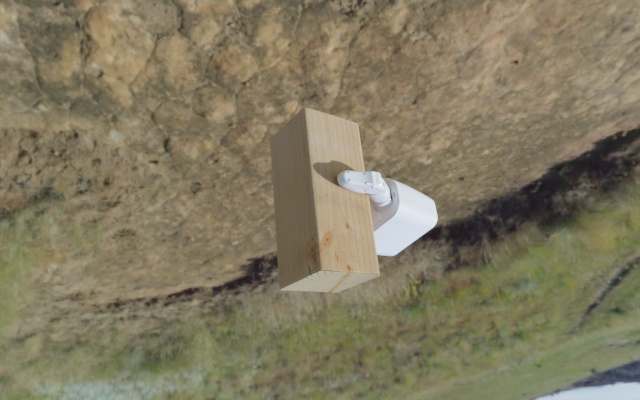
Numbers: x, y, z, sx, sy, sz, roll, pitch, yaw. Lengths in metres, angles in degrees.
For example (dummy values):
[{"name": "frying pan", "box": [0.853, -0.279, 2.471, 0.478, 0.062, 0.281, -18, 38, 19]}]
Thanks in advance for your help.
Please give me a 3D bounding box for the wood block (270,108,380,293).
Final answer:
[{"name": "wood block", "box": [0.001, 0.002, 0.599, 0.090, 0.206, 0.091, 10, -28, -35]}]
